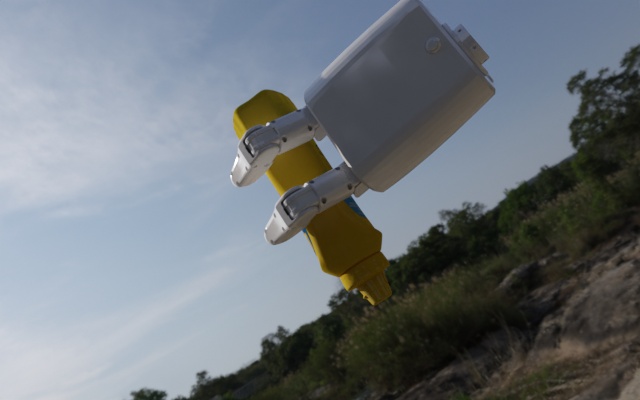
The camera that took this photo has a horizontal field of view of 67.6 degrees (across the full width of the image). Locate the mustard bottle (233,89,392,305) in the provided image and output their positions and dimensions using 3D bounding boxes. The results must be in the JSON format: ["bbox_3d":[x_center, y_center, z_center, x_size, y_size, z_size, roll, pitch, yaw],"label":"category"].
[{"bbox_3d":[0.000,0.001,0.404,0.058,0.191,0.096,-34,-15,1],"label":"mustard bottle"}]
